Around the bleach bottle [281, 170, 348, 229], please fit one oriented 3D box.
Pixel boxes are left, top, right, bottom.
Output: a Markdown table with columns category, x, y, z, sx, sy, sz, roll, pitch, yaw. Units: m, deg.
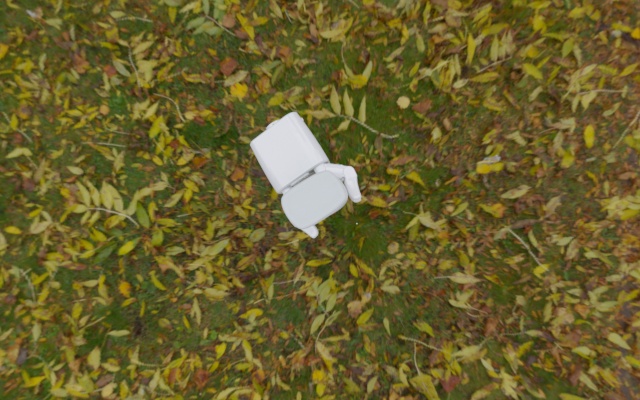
| category | x | y | z | sx | sy | sz | roll | pitch | yaw |
| --- | --- | --- | --- | --- | --- | --- | --- | --- | --- |
| bleach bottle | 0.000 | 0.003 | 0.855 | 0.102 | 0.068 | 0.251 | -32 | -5 | 2 |
